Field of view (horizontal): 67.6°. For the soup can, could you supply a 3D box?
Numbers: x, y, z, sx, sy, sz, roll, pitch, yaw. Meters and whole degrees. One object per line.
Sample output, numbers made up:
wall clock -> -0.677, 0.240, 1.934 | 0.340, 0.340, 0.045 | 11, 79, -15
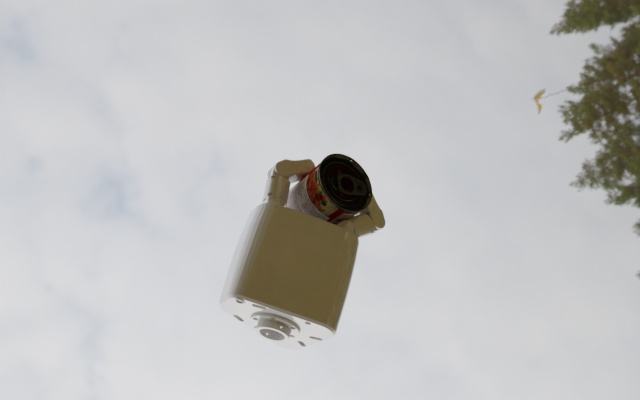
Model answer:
soup can -> 0.000, 0.001, 0.532 | 0.068, 0.068, 0.102 | 0, -24, -36
